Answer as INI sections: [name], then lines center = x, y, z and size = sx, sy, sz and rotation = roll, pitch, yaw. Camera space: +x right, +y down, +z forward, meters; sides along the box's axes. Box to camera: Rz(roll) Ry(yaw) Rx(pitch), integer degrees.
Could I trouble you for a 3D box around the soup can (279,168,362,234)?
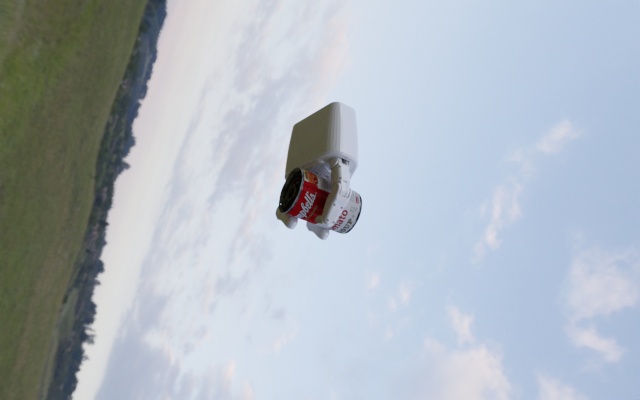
[soup can]
center = 0.000, 0.003, 0.687
size = 0.102, 0.068, 0.068
rotation = 21, -9, -25
